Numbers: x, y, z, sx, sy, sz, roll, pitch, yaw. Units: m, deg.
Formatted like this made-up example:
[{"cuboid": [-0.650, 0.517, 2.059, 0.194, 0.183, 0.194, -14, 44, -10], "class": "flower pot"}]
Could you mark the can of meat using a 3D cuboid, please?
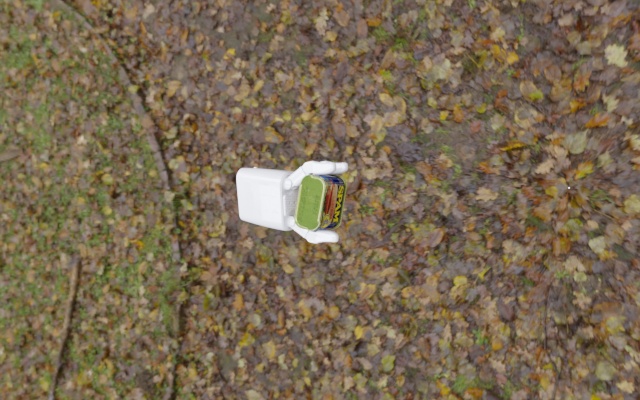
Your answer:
[{"cuboid": [0.000, 0.003, 0.857, 0.057, 0.102, 0.084, 13, 7, 27], "class": "can of meat"}]
